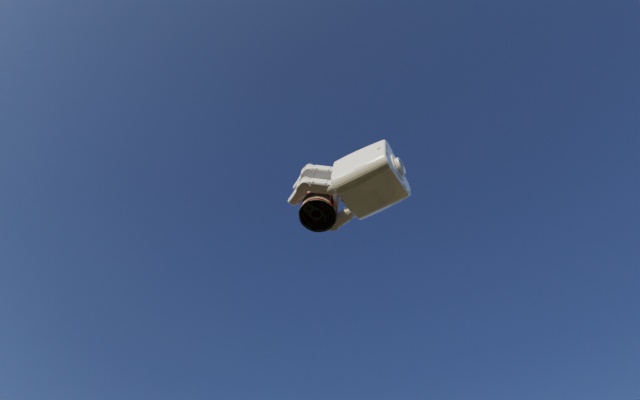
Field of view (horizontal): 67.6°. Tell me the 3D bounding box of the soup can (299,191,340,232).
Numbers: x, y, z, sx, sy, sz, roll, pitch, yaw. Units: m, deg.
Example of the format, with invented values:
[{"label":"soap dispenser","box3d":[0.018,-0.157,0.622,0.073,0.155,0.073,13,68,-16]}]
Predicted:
[{"label":"soup can","box3d":[0.000,0.003,0.886,0.068,0.068,0.102,0,30,7]}]
